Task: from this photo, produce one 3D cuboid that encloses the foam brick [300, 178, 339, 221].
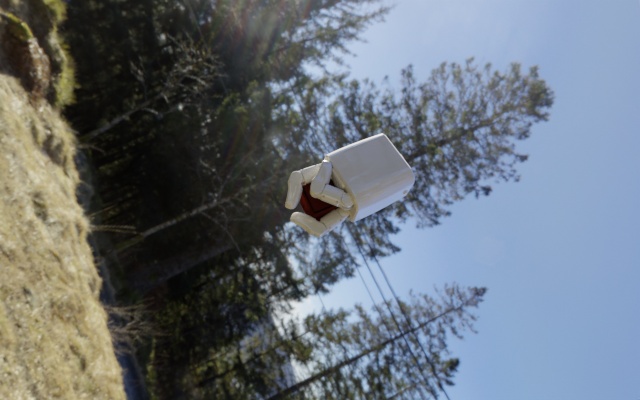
[{"bbox_3d":[0.000,0.003,0.788,0.051,0.053,0.078,-24,-15,-11],"label":"foam brick"}]
